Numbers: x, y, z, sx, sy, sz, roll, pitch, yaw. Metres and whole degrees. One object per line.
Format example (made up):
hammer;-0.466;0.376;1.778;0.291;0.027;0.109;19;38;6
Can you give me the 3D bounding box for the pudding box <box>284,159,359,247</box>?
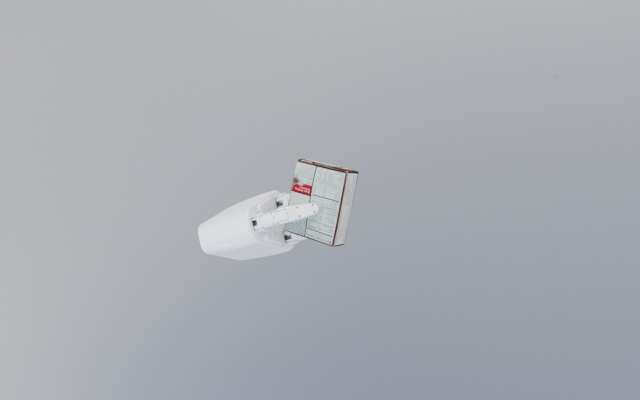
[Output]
pudding box;0.000;0.002;0.697;0.090;0.113;0.039;16;12;29
